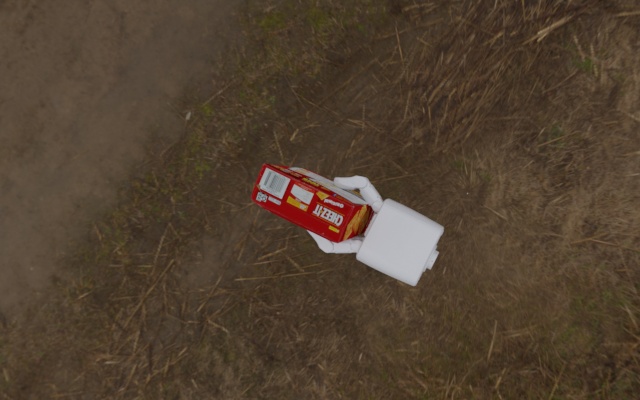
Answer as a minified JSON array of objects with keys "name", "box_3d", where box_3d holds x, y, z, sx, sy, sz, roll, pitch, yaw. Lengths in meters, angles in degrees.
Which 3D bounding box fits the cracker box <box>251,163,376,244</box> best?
[{"name":"cracker box","box_3d":[0.000,0.003,0.827,0.164,0.072,0.213,25,8,15]}]
